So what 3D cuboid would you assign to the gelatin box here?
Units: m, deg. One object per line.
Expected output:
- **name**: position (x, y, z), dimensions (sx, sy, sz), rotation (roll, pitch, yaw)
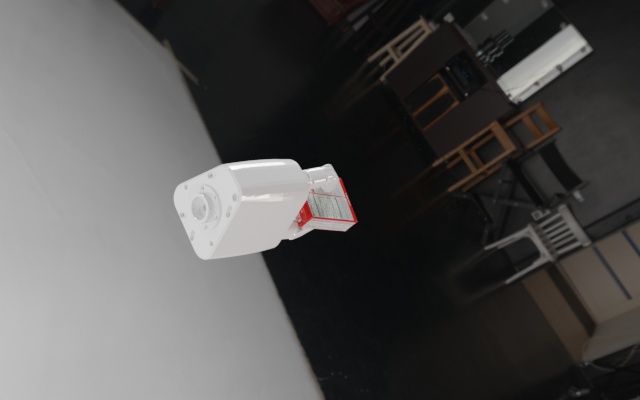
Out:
- **gelatin box**: position (0.001, 0.002, 0.643), dimensions (0.089, 0.073, 0.030), rotation (6, -36, -42)
